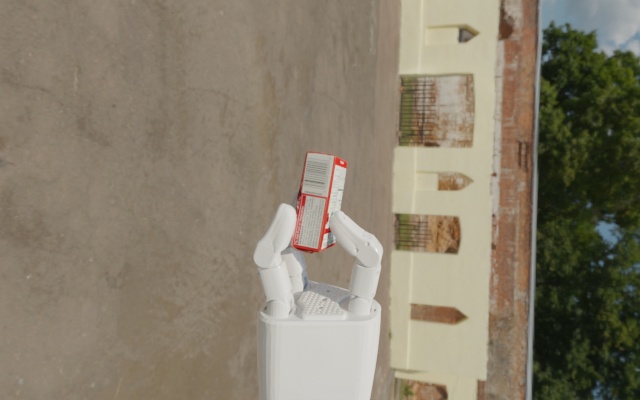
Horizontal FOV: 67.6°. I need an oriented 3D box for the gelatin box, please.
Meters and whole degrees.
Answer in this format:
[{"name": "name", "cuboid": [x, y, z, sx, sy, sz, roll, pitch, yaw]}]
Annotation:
[{"name": "gelatin box", "cuboid": [0.001, 0.001, 0.451, 0.030, 0.089, 0.073, 10, 3, 12]}]
